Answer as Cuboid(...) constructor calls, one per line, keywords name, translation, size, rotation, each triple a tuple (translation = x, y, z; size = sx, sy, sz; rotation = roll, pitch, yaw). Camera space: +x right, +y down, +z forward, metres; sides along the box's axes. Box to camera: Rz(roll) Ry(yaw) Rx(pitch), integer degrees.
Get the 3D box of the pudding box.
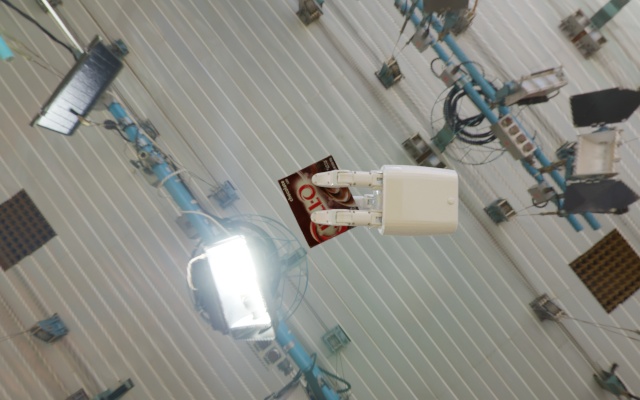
Cuboid(name="pudding box", translation=(0.000, 0.002, 0.710), size=(0.090, 0.113, 0.039), rotation=(-26, -4, -4))
